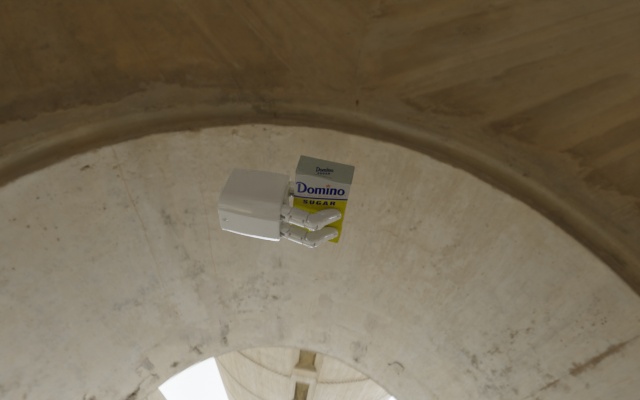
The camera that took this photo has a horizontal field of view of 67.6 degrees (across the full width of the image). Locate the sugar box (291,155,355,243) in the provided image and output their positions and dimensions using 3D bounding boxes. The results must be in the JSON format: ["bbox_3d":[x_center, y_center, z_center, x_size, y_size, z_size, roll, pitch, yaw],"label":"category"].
[{"bbox_3d":[0.000,0.003,0.825,0.093,0.048,0.176,12,-35,3],"label":"sugar box"}]
